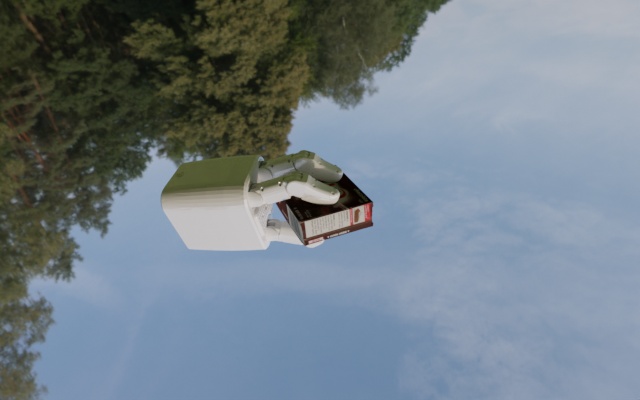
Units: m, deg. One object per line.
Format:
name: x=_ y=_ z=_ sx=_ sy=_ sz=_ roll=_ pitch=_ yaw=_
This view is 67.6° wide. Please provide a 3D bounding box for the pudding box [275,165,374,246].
pudding box: x=0.000 y=0.002 z=0.577 sx=0.090 sy=0.039 sz=0.113 roll=-16 pitch=34 yaw=-16
